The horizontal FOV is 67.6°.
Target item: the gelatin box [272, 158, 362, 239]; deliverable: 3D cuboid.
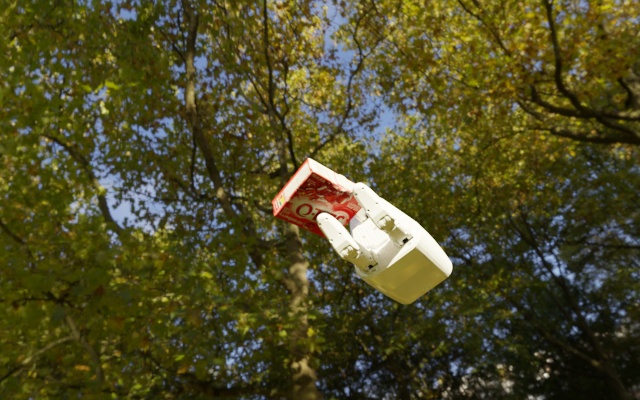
[{"bbox_3d":[0.000,0.001,0.559,0.089,0.073,0.030,27,27,-32],"label":"gelatin box"}]
